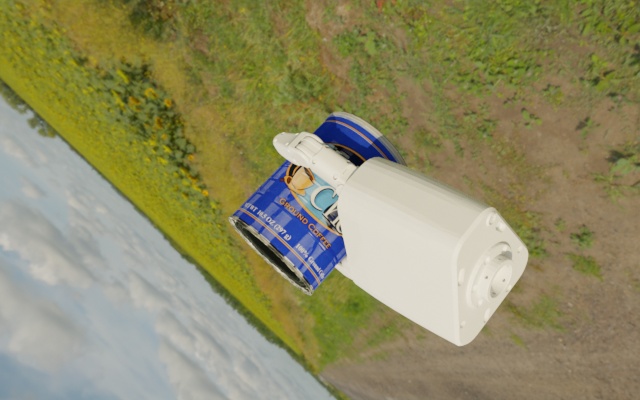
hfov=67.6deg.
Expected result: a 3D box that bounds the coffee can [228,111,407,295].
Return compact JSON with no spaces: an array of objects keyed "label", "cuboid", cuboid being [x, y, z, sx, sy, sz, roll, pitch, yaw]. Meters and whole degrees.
[{"label":"coffee can","cuboid":[0.000,0.001,0.446,0.103,0.140,0.103,40,-15,13]}]
